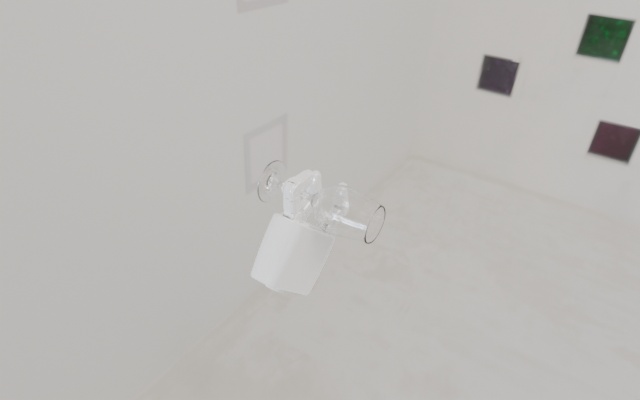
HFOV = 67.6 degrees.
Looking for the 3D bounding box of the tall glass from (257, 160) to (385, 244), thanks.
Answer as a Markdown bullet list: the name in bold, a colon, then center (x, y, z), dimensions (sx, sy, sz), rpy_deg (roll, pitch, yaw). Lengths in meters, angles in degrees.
- **tall glass**: center (0.000, 0.002, 0.755), dimensions (0.201, 0.079, 0.079), rpy_deg (22, 10, 27)
